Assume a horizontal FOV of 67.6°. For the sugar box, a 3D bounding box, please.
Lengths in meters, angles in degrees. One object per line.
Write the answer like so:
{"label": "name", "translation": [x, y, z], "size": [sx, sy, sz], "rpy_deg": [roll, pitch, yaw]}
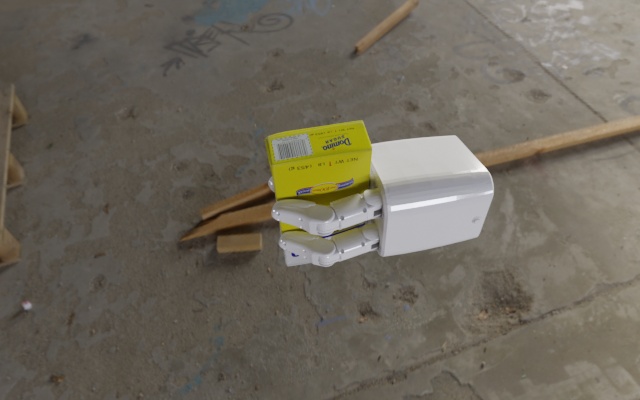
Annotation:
{"label": "sugar box", "translation": [0.000, 0.002, 0.492], "size": [0.093, 0.048, 0.176], "rpy_deg": [-9, -40, -5]}
